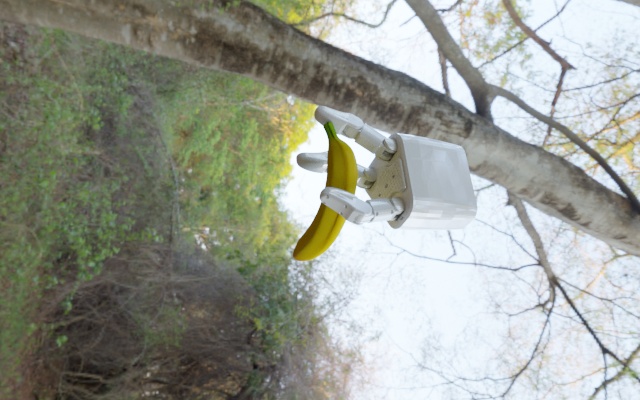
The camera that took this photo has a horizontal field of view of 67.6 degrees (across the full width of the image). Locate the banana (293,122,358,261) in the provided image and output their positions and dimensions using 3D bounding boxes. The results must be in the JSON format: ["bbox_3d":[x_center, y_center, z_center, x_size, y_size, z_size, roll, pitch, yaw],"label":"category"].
[{"bbox_3d":[0.008,0.009,0.586,0.037,0.198,0.069,1,30,-27],"label":"banana"}]
